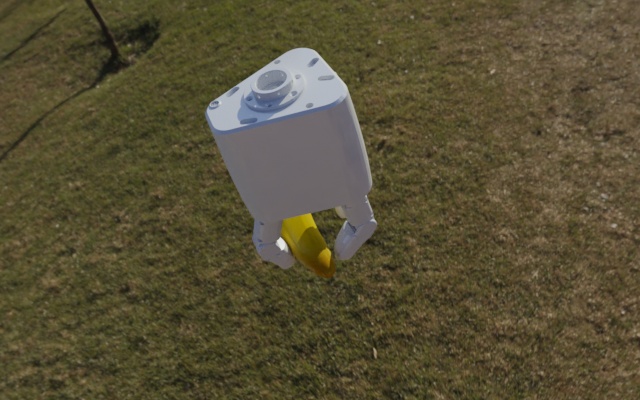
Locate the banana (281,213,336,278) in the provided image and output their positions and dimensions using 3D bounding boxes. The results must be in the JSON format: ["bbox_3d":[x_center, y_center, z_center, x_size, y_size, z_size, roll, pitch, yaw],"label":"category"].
[{"bbox_3d":[-0.018,0.001,0.530,0.069,0.197,0.037,-7,-43,9],"label":"banana"}]
